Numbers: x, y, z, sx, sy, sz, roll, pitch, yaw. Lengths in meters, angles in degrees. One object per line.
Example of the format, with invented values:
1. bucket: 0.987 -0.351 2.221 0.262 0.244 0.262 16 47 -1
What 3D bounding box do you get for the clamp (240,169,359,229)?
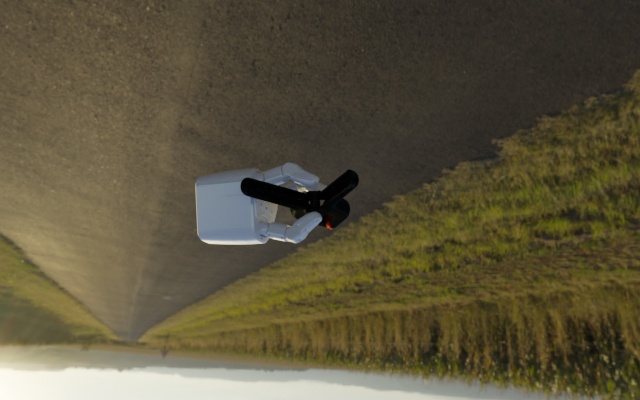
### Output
1. clamp: 0.000 0.003 0.718 0.164 0.036 0.210 -5 -20 21
